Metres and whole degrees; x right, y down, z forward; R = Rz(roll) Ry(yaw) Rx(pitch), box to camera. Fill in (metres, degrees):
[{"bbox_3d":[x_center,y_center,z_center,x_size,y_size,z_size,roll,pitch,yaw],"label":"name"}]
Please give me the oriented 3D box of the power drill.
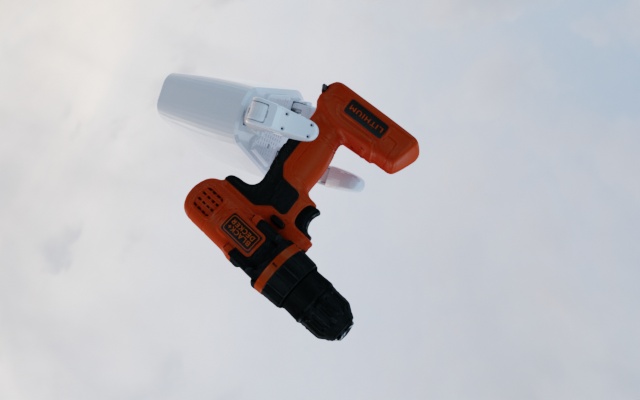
[{"bbox_3d":[0.000,0.001,0.421,0.184,0.187,0.057,41,-11,12],"label":"power drill"}]
